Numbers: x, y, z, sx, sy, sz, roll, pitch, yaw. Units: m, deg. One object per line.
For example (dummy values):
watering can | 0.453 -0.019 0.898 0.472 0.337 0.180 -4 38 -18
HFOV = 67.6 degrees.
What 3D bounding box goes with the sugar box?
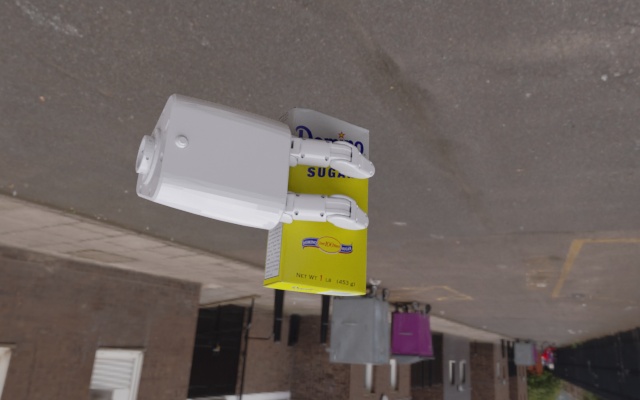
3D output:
sugar box | 0.000 0.001 0.473 0.093 0.176 0.048 13 -19 -28
